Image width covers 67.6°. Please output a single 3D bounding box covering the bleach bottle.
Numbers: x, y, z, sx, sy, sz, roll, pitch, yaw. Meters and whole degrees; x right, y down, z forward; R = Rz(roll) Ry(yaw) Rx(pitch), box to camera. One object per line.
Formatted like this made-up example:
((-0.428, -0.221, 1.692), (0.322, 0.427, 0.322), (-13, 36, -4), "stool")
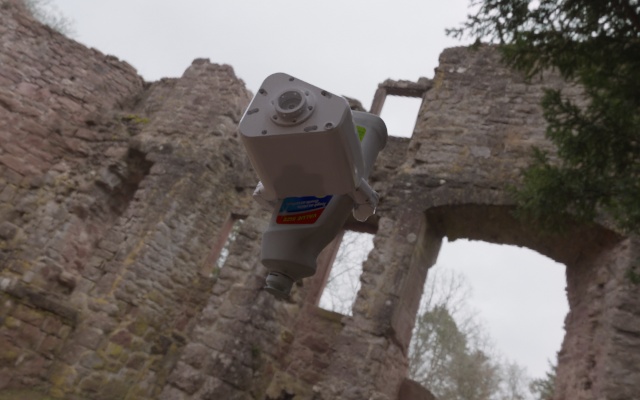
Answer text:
((0.000, 0.002, 0.590), (0.102, 0.250, 0.068), (13, -27, 19), "bleach bottle")
